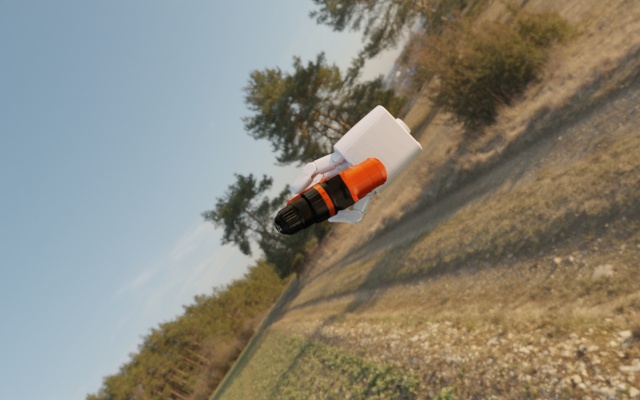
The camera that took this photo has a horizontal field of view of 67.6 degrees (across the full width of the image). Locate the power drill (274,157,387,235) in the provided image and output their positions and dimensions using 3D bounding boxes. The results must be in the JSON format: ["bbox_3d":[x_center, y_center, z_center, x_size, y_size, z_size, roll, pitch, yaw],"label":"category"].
[{"bbox_3d":[0.000,0.002,0.755,0.184,0.057,0.187,-28,3,-14],"label":"power drill"}]
